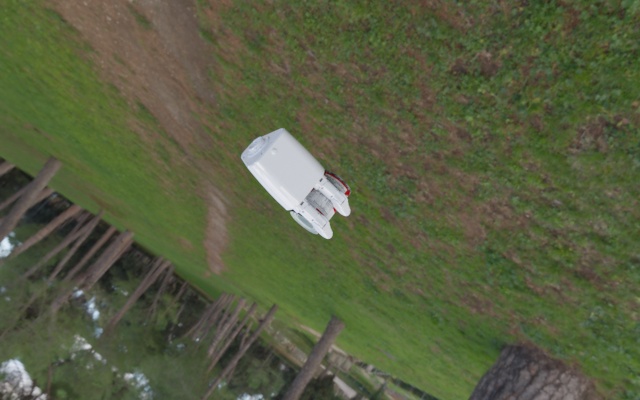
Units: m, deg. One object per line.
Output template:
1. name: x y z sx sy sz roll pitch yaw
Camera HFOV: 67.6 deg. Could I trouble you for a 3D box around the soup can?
1. soup can: 0.000 0.003 0.888 0.068 0.102 0.068 35 -16 12
